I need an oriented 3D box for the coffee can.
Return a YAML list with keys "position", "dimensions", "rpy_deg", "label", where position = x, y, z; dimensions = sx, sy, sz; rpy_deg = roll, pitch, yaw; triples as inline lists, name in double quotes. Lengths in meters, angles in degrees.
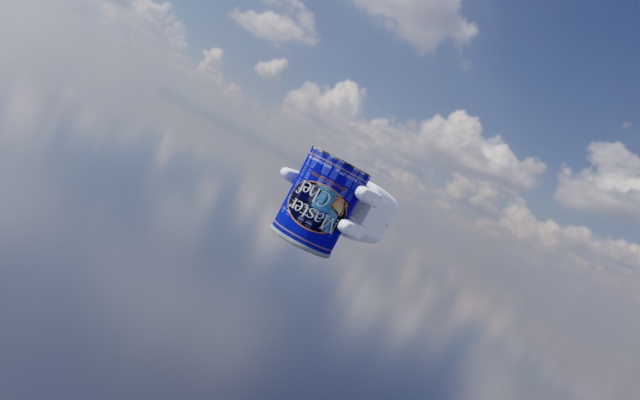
- position: [0.000, 0.002, 0.727]
  dimensions: [0.103, 0.140, 0.103]
  rpy_deg: [27, 3, -1]
  label: "coffee can"
